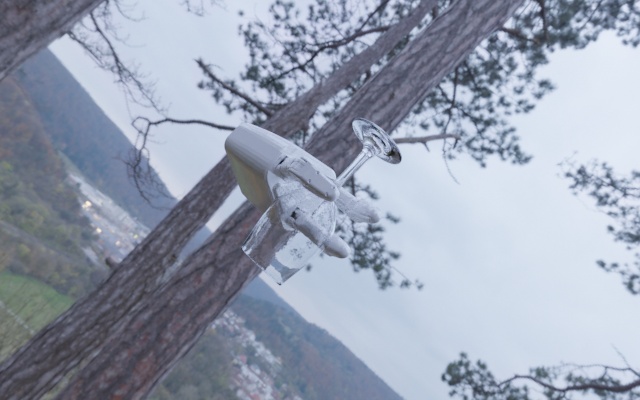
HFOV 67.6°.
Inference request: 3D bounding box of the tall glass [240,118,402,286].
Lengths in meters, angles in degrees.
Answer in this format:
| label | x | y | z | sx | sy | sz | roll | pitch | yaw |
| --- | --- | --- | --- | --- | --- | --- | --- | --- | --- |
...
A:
| label | x | y | z | sx | sy | sz | roll | pitch | yaw |
| --- | --- | --- | --- | --- | --- | --- | --- | --- | --- |
| tall glass | 0.001 | 0.001 | 0.543 | 0.079 | 0.201 | 0.079 | 41 | -11 | 10 |
